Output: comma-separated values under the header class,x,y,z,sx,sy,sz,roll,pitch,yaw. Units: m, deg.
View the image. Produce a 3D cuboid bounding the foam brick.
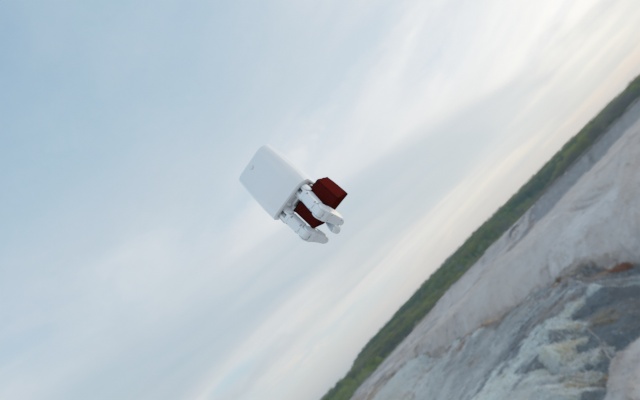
class,x,y,z,sx,sy,sz,roll,pitch,yaw
foam brick,0.000,0.003,0.858,0.051,0.078,0.053,43,21,12
